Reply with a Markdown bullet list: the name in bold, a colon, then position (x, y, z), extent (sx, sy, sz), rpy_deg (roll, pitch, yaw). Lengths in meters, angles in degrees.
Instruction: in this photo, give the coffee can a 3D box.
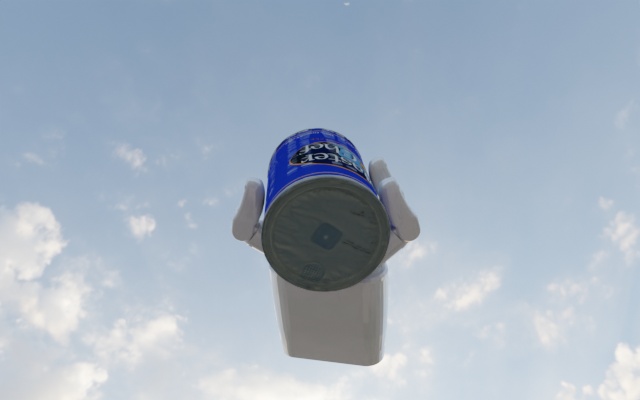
- **coffee can**: position (0.000, 0.001, 0.438), extent (0.103, 0.103, 0.140), rpy_deg (0, 24, -4)
